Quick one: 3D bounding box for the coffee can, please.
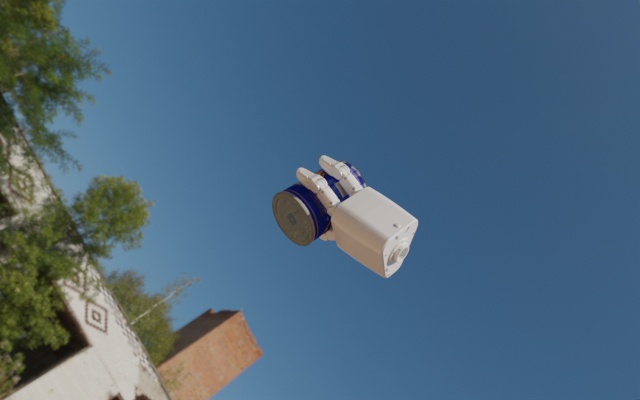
[{"bbox_3d":[0.000,0.003,0.845,0.140,0.103,0.103,-32,19,-34],"label":"coffee can"}]
